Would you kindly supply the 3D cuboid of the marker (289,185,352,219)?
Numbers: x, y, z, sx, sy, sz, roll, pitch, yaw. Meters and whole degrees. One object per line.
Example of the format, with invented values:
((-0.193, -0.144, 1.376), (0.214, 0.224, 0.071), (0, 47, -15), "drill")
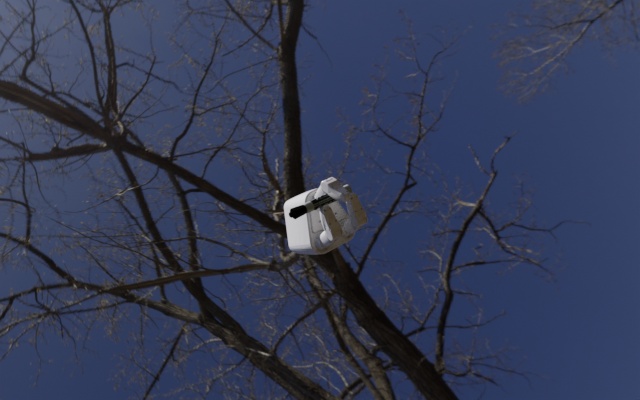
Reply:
((0.000, 0.003, 0.787), (0.121, 0.020, 0.020), (-24, 12, -29), "marker")
